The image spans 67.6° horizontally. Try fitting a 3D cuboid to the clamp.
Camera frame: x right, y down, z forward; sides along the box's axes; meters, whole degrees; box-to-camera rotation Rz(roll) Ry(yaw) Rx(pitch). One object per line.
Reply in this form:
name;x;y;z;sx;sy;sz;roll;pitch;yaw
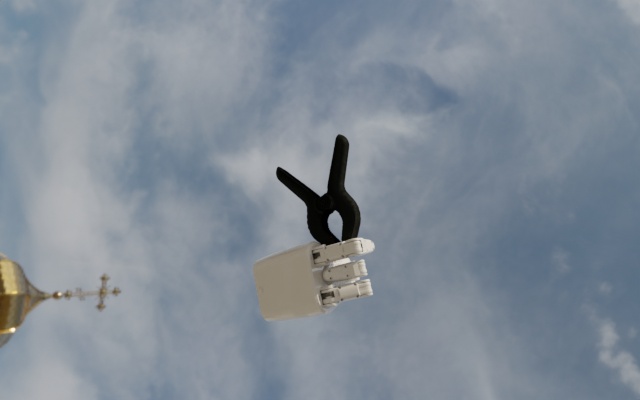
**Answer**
clamp;0.001;0.002;0.679;0.120;0.171;0.039;-18;-15;29
